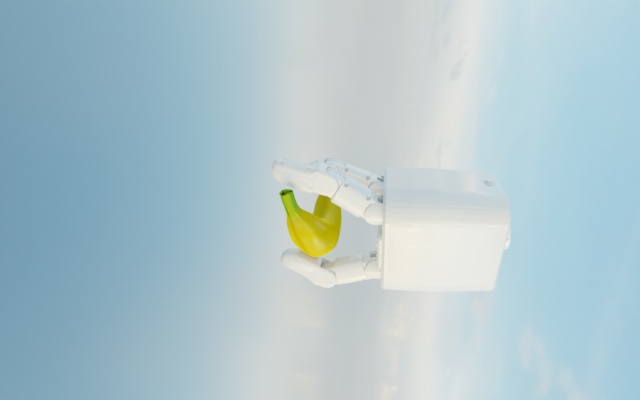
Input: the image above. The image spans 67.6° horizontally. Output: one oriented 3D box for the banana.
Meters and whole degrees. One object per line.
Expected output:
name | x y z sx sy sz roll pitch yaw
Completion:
banana | 0.000 0.020 0.496 0.037 0.069 0.198 -2 1 10
